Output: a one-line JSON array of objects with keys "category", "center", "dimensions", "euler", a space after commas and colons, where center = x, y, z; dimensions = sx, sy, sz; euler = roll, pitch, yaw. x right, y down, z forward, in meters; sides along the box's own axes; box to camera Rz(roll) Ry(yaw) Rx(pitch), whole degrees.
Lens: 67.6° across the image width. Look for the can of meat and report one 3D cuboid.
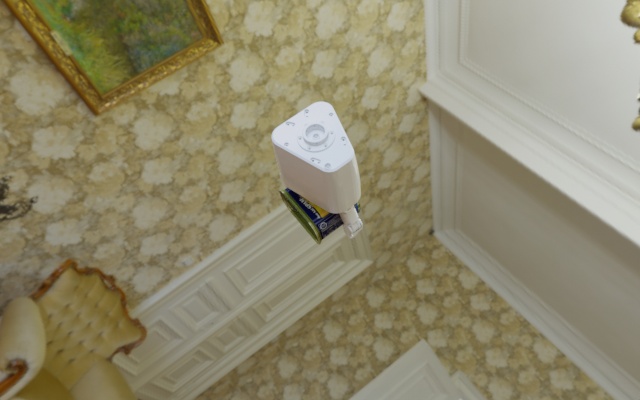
[{"category": "can of meat", "center": [0.000, 0.002, 0.737], "dimensions": [0.084, 0.102, 0.057], "euler": [-35, -31, -12]}]
